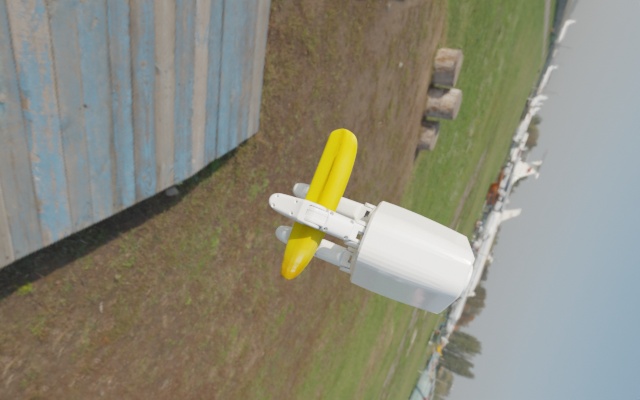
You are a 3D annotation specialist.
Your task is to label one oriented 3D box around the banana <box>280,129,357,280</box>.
[{"bbox_3d":[0.005,-0.009,0.517,0.037,0.197,0.070,22,-28,-2],"label":"banana"}]
